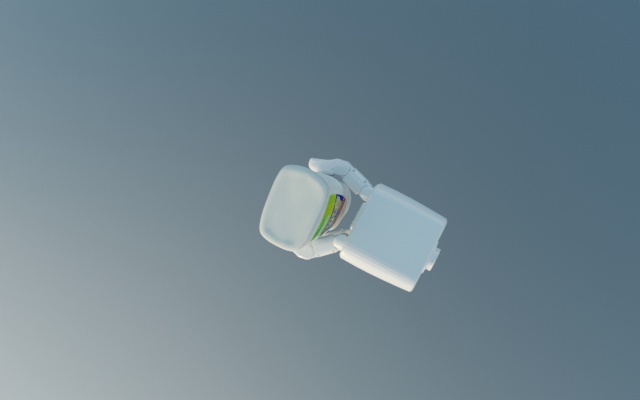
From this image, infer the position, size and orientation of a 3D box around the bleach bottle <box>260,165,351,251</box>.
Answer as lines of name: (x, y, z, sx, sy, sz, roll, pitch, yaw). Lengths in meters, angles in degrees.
bleach bottle: (0.000, 0.002, 0.669, 0.068, 0.102, 0.251, 26, 11, 13)
